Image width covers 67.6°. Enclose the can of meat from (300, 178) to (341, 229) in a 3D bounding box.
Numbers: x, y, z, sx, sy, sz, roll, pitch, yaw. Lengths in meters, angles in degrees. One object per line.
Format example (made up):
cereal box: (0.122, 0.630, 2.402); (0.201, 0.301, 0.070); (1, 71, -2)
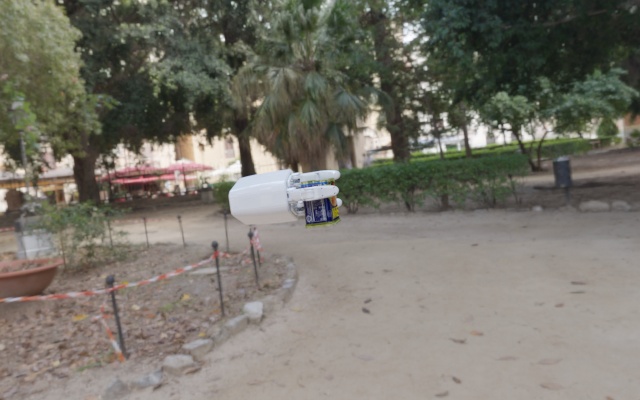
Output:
can of meat: (0.000, 0.003, 0.880); (0.057, 0.084, 0.102); (-7, 2, 11)
